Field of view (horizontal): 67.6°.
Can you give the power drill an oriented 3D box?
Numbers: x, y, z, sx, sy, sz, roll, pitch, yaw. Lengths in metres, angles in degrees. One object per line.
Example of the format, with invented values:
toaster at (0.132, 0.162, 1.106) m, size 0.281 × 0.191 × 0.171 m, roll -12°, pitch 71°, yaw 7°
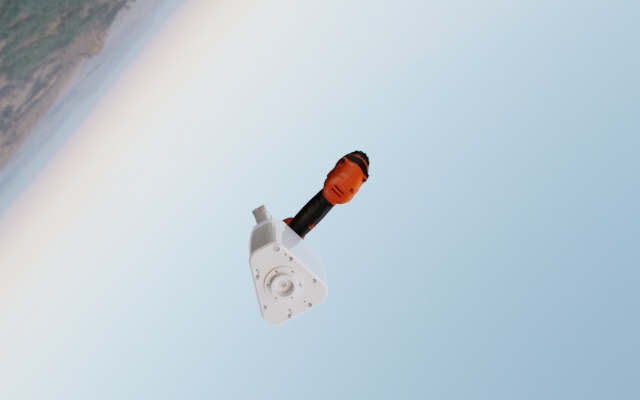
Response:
power drill at (0.000, 0.003, 0.749) m, size 0.188 × 0.057 × 0.184 m, roll -47°, pitch 0°, yaw 23°
